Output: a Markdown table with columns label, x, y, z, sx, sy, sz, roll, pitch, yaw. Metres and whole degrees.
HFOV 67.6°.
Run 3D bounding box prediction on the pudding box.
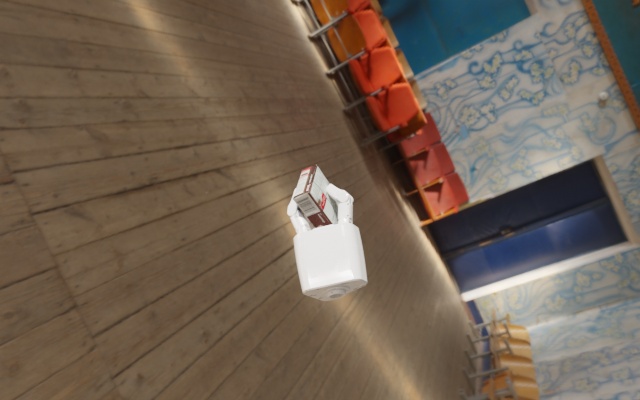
| label | x | y | z | sx | sy | sz | roll | pitch | yaw |
| --- | --- | --- | --- | --- | --- | --- | --- | --- | --- |
| pudding box | 0.000 | 0.003 | 0.898 | 0.039 | 0.113 | 0.090 | -20 | 32 | 24 |
